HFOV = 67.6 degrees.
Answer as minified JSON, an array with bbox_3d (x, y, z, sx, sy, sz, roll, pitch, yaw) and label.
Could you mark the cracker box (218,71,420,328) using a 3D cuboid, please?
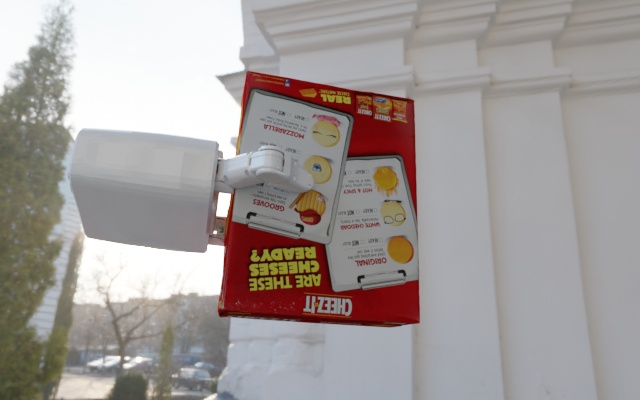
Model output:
[{"bbox_3d":[0.000,0.001,0.436,0.164,0.213,0.072,7,-20,-12],"label":"cracker box"}]
